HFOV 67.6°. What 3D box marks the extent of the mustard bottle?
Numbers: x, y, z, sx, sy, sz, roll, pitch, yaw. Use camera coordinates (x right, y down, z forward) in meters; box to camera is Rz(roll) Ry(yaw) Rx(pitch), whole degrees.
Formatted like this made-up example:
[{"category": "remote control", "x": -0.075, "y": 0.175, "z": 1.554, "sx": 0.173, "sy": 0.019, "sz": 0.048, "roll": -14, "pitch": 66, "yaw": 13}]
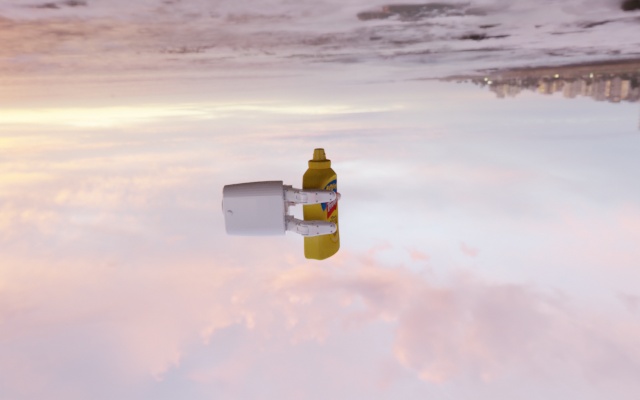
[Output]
[{"category": "mustard bottle", "x": 0.000, "y": 0.003, "z": 0.851, "sx": 0.058, "sy": 0.192, "sz": 0.096, "roll": 4, "pitch": 15, "yaw": 24}]
